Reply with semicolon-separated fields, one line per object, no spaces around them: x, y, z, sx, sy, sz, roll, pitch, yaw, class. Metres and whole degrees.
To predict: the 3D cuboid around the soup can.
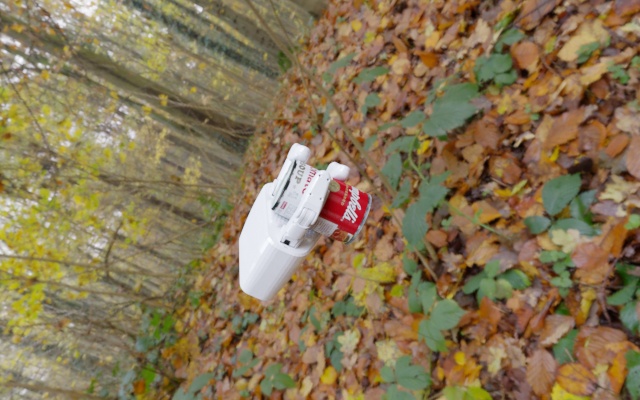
0.000;0.001;0.570;0.102;0.068;0.068;25;-5;-10;soup can
